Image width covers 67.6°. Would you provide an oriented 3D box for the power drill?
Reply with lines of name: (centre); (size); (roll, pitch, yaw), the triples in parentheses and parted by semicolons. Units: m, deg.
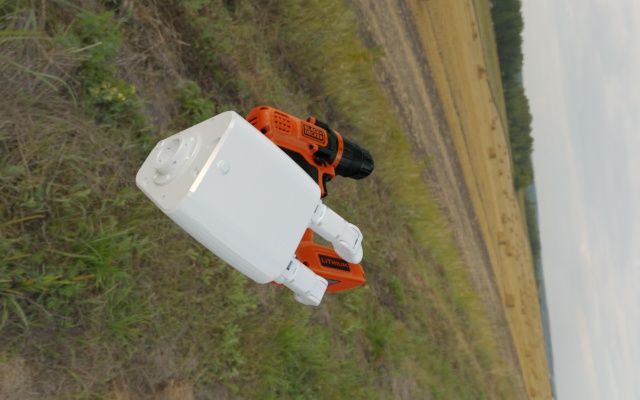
power drill: (0.000, 0.002, 0.523); (0.184, 0.187, 0.057); (15, -31, -40)
